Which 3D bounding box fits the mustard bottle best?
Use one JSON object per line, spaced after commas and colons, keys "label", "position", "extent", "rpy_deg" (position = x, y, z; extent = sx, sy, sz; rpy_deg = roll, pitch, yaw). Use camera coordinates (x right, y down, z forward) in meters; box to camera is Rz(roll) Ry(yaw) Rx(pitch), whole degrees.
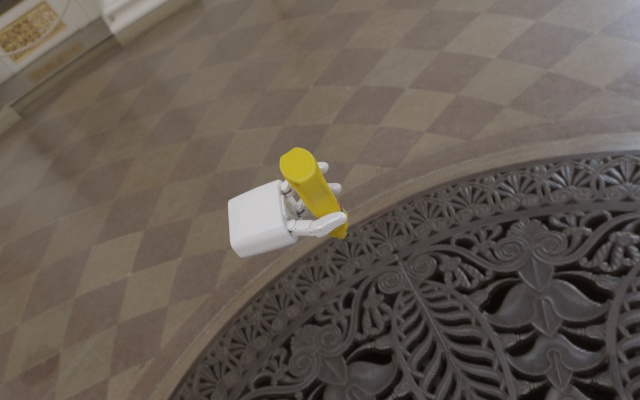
{"label": "mustard bottle", "position": [0.000, 0.002, 0.824], "extent": [0.058, 0.192, 0.096], "rpy_deg": [-35, 39, -4]}
